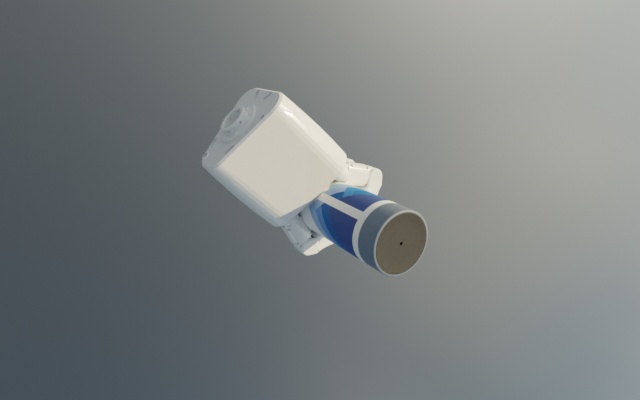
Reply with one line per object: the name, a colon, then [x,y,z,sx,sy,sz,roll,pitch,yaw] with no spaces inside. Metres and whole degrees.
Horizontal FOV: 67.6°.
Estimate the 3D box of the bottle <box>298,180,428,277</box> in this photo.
bottle: [0.000,0.002,0.566,0.069,0.069,0.295,0,15,-32]
